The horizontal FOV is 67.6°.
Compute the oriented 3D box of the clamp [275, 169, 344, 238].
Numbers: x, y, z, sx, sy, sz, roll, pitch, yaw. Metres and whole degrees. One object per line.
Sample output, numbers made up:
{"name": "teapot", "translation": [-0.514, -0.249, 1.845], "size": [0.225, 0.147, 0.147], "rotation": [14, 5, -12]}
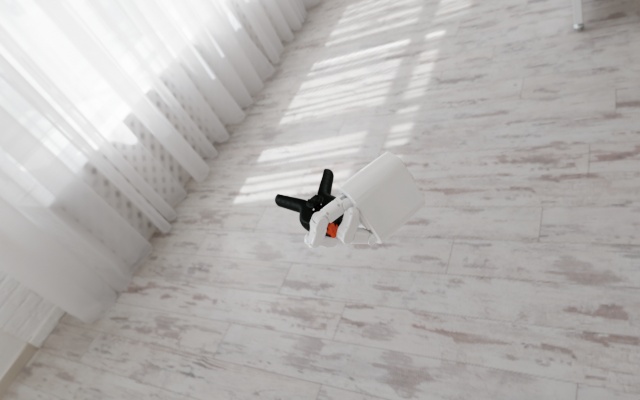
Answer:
{"name": "clamp", "translation": [0.000, 0.002, 0.840], "size": [0.120, 0.039, 0.171], "rotation": [-38, 40, -8]}
